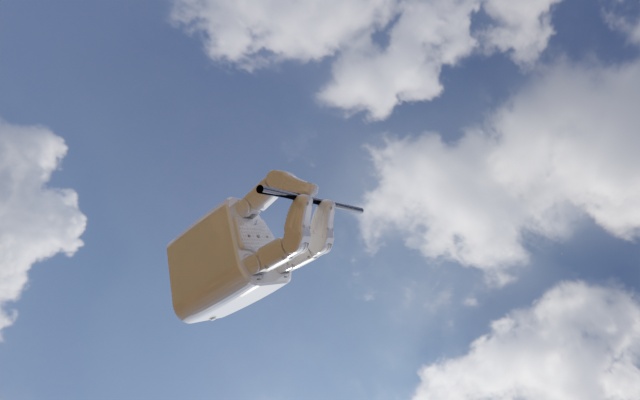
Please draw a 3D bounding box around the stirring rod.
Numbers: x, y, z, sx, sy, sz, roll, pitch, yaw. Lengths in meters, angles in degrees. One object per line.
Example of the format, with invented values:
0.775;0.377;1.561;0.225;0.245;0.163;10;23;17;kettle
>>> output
0.000;0.002;0.531;0.011;0.011;0.239;0;-6;27;stirring rod
